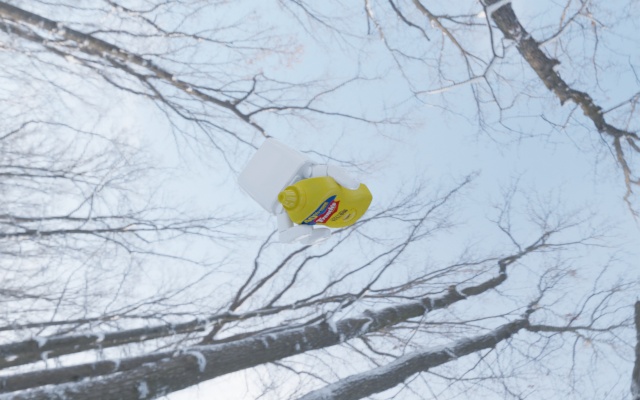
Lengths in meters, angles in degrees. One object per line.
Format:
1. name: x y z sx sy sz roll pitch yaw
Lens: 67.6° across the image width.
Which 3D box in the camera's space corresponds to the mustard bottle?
1. mustard bottle: 0.000 0.003 0.781 0.096 0.058 0.191 -42 -28 27
